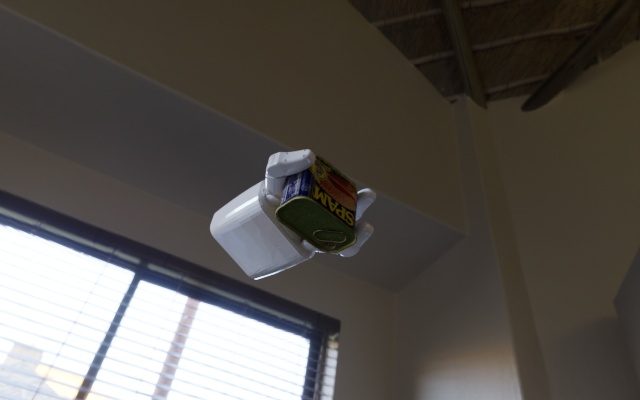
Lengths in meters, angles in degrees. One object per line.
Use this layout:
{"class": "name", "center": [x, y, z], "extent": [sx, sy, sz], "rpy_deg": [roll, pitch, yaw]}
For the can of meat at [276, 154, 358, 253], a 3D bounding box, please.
{"class": "can of meat", "center": [0.000, 0.002, 0.588], "extent": [0.057, 0.083, 0.102], "rpy_deg": [-31, -56, 34]}
